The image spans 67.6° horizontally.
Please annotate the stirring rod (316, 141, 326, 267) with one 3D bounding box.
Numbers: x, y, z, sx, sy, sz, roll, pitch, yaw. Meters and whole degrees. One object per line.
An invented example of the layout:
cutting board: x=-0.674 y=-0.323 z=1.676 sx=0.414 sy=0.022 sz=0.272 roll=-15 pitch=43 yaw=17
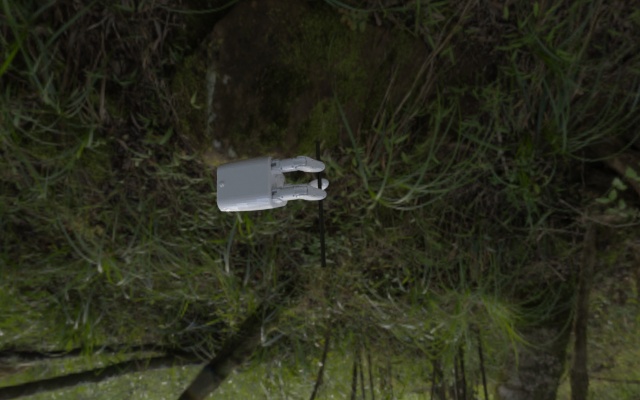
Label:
stirring rod: x=0.000 y=0.003 z=0.885 sx=0.011 sy=0.239 sz=0.011 roll=-3 pitch=-15 yaw=-1
